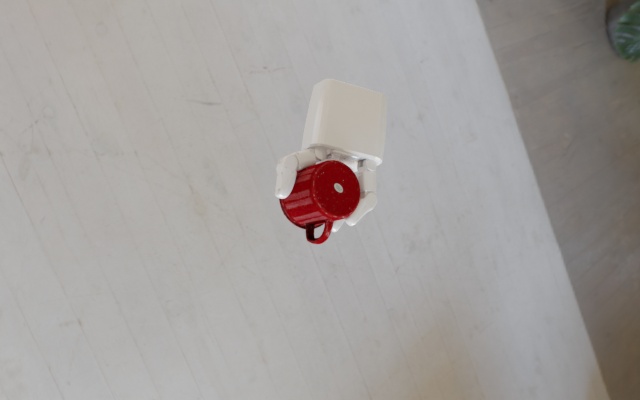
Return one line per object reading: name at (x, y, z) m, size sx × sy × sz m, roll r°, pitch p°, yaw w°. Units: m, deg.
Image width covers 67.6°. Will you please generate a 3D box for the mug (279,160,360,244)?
mug at (0.000, 0.004, 0.661) m, size 0.093 × 0.117 × 0.081 m, roll 14°, pitch -15°, yaw -30°
